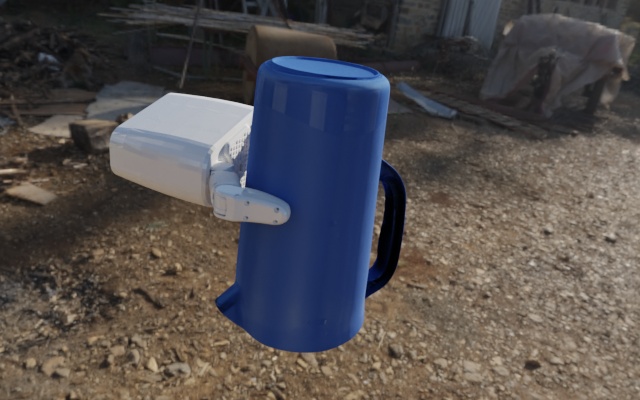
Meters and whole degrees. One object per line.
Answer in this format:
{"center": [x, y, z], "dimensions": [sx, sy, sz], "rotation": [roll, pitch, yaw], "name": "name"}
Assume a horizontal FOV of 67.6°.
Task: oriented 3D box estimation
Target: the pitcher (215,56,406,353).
{"center": [0.000, 0.001, 0.436], "dimensions": [0.145, 0.243, 0.149], "rotation": [15, 25, 17], "name": "pitcher"}
